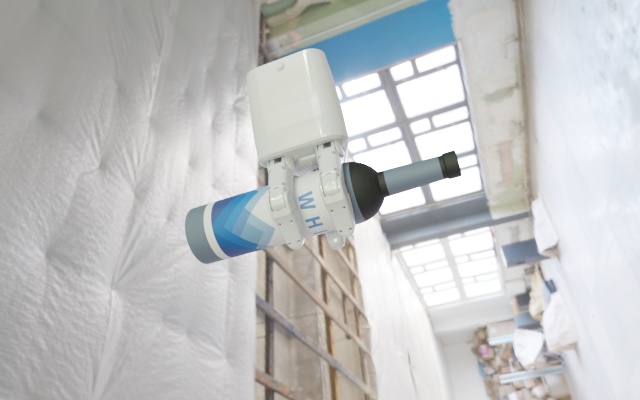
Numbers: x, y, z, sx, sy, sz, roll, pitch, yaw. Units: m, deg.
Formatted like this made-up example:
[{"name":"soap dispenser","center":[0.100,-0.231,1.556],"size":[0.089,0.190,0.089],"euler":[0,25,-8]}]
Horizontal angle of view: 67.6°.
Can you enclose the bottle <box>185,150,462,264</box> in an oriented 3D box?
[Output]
[{"name":"bottle","center":[0.000,0.002,0.512],"size":[0.296,0.069,0.069],"euler":[-16,-4,14]}]
